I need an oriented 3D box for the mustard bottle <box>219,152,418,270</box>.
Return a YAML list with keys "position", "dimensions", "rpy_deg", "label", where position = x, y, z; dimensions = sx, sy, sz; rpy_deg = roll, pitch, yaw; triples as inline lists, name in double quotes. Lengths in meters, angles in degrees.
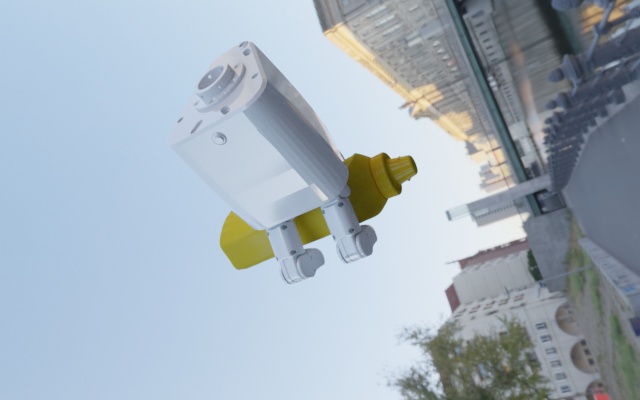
- position: [0.000, 0.002, 0.452]
  dimensions: [0.191, 0.058, 0.096]
  rpy_deg: [-23, 17, 24]
  label: "mustard bottle"
